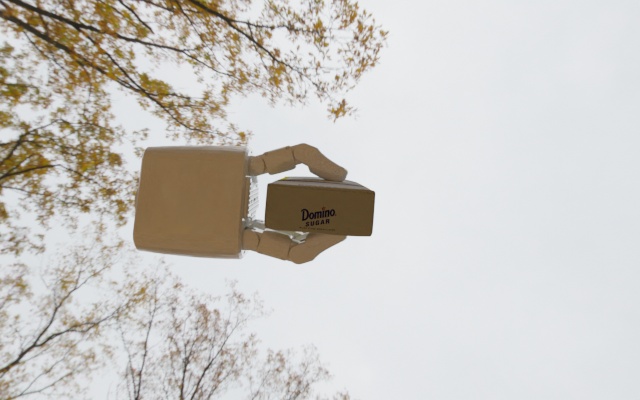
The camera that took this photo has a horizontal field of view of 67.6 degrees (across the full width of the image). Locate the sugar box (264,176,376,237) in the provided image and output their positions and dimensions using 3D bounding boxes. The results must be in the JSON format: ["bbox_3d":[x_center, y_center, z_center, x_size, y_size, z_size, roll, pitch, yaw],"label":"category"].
[{"bbox_3d":[0.000,0.002,0.481,0.093,0.048,0.176,4,7,1],"label":"sugar box"}]
